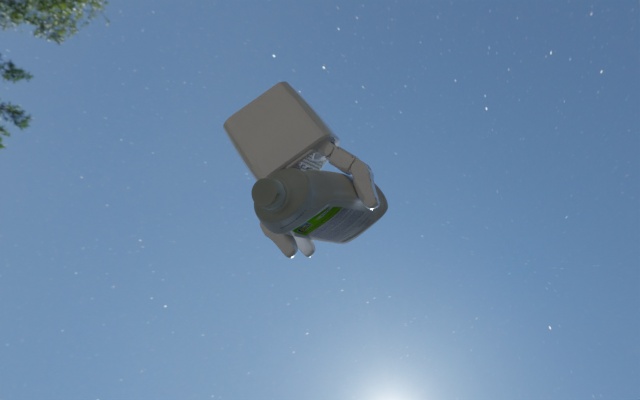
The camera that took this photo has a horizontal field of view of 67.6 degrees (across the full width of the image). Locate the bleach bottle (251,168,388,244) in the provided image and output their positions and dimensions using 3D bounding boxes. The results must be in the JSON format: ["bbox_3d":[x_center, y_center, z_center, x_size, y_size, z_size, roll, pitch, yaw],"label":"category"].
[{"bbox_3d":[0.000,0.002,0.572,0.102,0.068,0.251,-42,-20,13],"label":"bleach bottle"}]
